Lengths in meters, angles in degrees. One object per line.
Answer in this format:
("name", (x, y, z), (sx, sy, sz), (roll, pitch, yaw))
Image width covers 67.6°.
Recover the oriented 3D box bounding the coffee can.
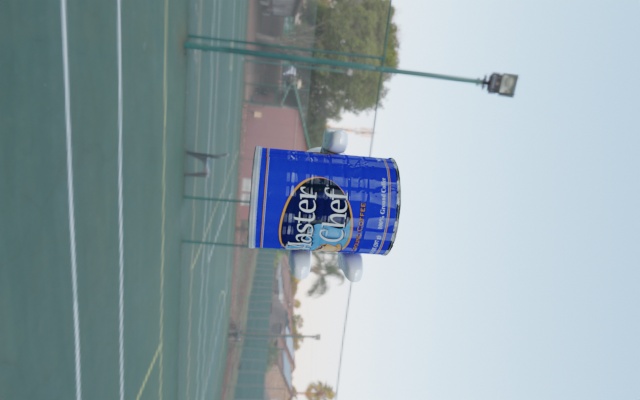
("coffee can", (0.000, 0.002, 0.487), (0.140, 0.103, 0.103), (4, -1, -6))
